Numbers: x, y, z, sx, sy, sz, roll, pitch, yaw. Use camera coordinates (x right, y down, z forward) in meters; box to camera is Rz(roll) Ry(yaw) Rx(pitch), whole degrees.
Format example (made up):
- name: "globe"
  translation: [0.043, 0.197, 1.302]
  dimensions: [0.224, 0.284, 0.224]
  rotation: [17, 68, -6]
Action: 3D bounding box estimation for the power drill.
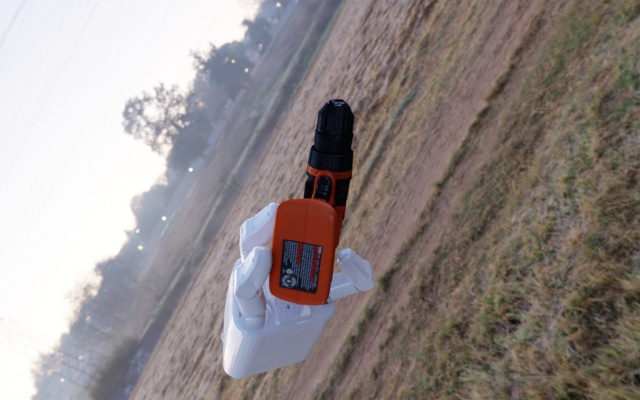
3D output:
- name: "power drill"
  translation: [0.000, 0.002, 0.487]
  dimensions: [0.057, 0.184, 0.187]
  rotation: [8, 23, 8]
